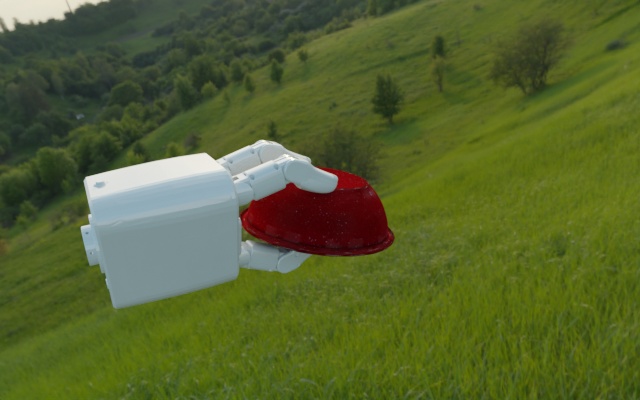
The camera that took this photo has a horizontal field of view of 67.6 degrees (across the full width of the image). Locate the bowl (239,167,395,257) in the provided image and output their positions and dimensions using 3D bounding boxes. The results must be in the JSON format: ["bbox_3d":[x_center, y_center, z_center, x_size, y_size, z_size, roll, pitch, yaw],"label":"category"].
[{"bbox_3d":[0.001,0.001,0.491,0.162,0.055,0.162,8,15,-2],"label":"bowl"}]
